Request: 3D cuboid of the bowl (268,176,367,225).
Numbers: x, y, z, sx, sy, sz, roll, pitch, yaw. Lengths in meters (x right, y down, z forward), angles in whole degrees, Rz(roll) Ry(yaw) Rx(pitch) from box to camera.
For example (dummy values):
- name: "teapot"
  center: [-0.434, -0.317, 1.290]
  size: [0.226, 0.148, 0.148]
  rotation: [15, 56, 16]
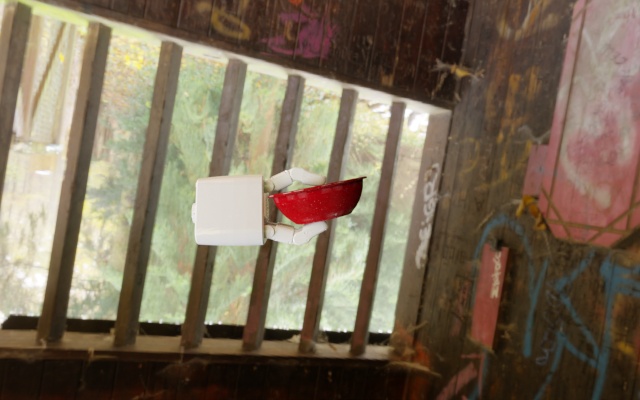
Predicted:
- name: "bowl"
  center: [0.001, 0.003, 0.764]
  size: [0.162, 0.055, 0.162]
  rotation: [-12, 2, 0]
